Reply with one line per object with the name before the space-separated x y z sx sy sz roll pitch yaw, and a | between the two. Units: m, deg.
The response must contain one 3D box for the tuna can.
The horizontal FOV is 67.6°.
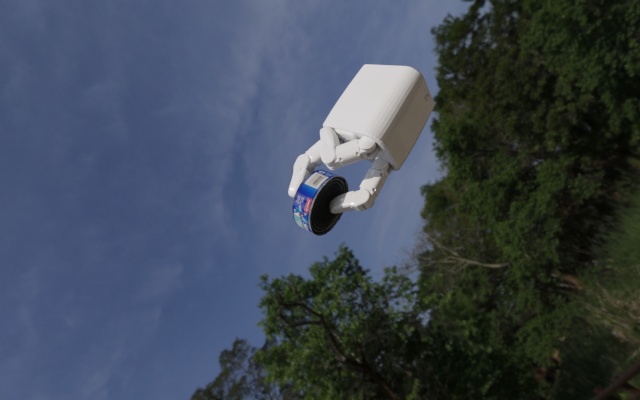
tuna can | 0.000 0.002 0.649 0.033 0.086 0.086 24 13 30
